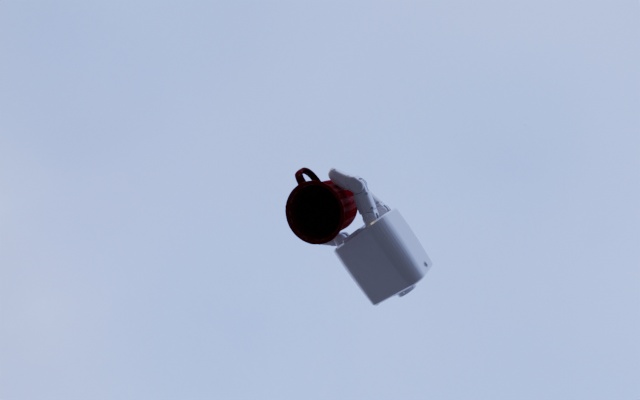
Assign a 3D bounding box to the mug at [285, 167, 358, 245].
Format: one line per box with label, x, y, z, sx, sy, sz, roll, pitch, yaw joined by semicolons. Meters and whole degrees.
mug;-0.001;0.001;0.718;0.093;0.117;0.081;-35;-7;24
